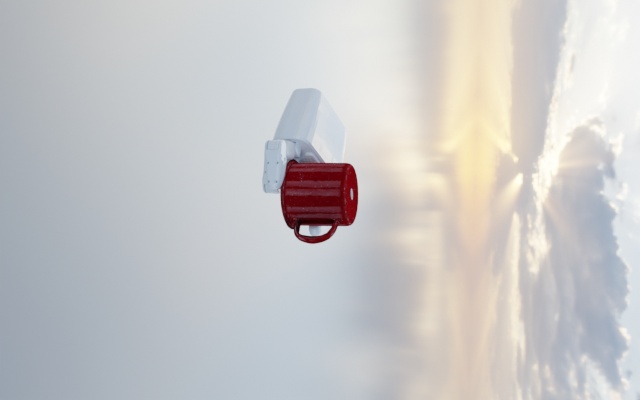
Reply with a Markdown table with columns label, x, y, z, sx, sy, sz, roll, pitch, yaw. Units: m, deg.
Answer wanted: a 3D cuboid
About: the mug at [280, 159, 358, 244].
| label | x | y | z | sx | sy | sz | roll | pitch | yaw |
| --- | --- | --- | --- | --- | --- | --- | --- | --- | --- |
| mug | 0.000 | 0.003 | 0.612 | 0.081 | 0.117 | 0.093 | 0 | -35 | 17 |
